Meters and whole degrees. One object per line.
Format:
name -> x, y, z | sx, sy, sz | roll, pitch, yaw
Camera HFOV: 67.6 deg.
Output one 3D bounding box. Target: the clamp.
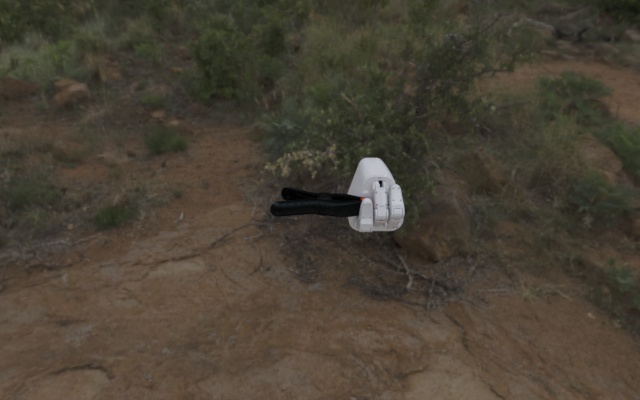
clamp -> 0.000, 0.002, 0.836 | 0.171, 0.039, 0.120 | 4, 22, -5
